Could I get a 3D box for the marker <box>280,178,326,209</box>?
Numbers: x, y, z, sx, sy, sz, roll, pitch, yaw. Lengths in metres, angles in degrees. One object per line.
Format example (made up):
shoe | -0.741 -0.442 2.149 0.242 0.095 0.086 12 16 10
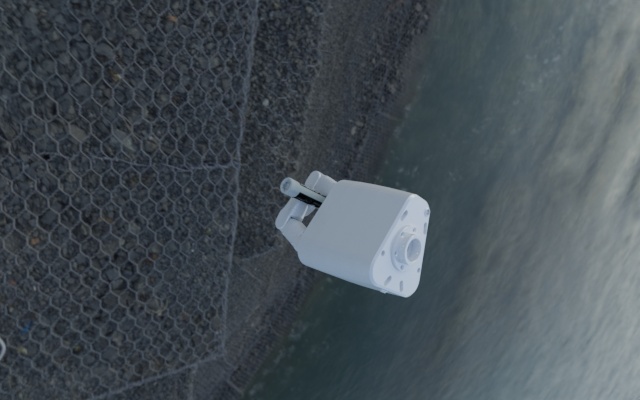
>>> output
marker | 0.000 0.002 0.577 0.020 0.020 0.121 0 -19 43
